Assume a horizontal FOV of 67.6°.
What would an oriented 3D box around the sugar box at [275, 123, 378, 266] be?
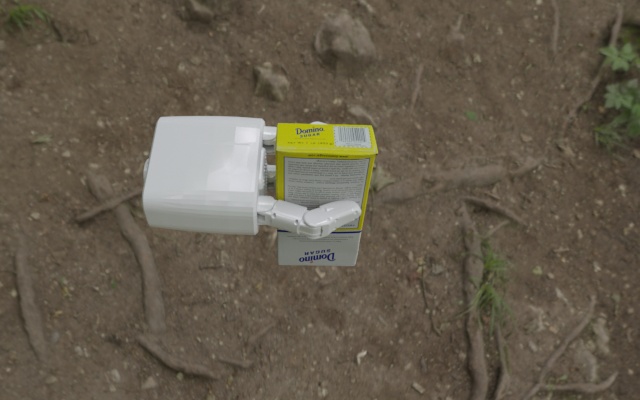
[{"bbox_3d":[0.000,0.001,0.499,0.093,0.048,0.176,2,-41,-4],"label":"sugar box"}]
